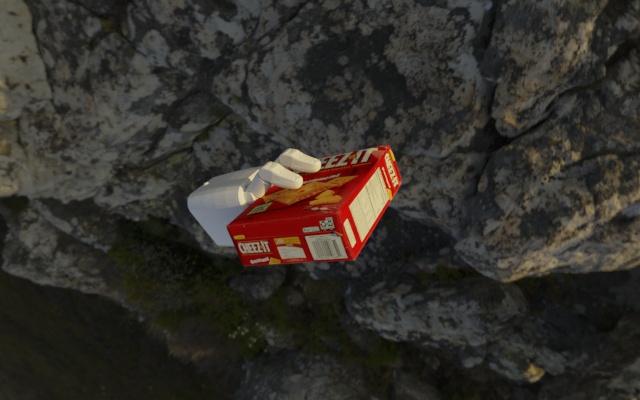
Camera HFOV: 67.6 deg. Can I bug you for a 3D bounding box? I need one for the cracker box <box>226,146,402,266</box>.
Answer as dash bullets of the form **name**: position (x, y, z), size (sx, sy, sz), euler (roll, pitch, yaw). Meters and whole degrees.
- **cracker box**: position (0.000, 0.002, 0.654), size (0.164, 0.072, 0.213), euler (-7, 24, 29)
